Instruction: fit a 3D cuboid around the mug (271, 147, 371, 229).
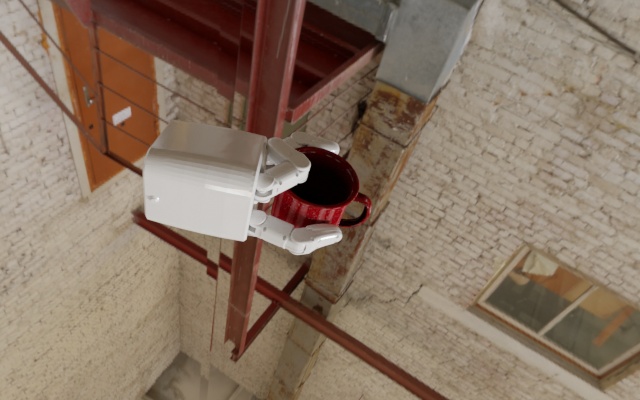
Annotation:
[{"bbox_3d":[0.001,0.002,0.551,0.117,0.093,0.082,13,-43,-7],"label":"mug"}]
